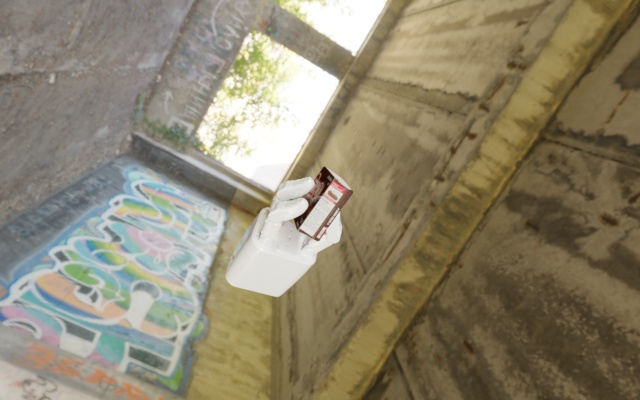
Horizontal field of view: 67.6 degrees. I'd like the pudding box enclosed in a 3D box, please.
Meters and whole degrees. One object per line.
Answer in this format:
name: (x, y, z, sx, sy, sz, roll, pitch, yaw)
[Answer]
pudding box: (0.000, 0.002, 0.694, 0.039, 0.090, 0.113, 33, 6, -15)
